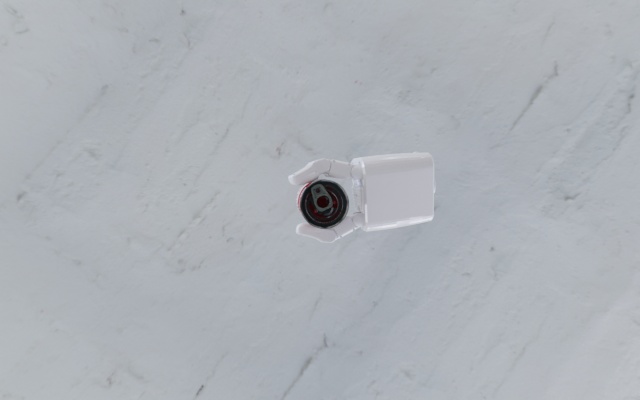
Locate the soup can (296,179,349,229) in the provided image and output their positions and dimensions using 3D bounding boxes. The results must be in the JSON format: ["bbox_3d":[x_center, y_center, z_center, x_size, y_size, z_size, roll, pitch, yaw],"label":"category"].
[{"bbox_3d":[0.000,0.002,0.699,0.068,0.068,0.102,0,3,-6],"label":"soup can"}]
